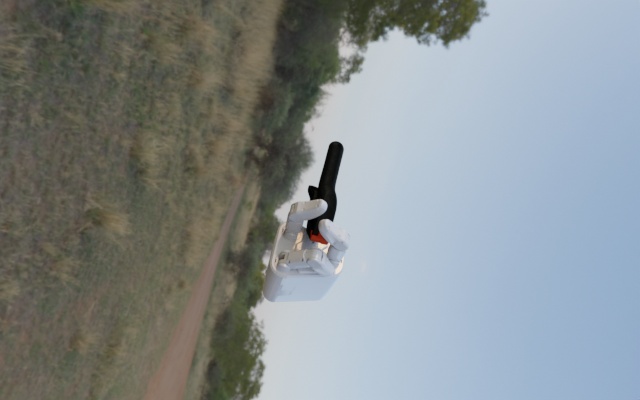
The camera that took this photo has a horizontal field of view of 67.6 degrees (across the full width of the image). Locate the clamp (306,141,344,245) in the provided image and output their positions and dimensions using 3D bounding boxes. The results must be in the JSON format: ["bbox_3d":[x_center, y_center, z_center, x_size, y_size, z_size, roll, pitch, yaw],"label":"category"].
[{"bbox_3d":[0.001,0.003,0.746,0.039,0.171,0.120,15,-37,-6],"label":"clamp"}]
